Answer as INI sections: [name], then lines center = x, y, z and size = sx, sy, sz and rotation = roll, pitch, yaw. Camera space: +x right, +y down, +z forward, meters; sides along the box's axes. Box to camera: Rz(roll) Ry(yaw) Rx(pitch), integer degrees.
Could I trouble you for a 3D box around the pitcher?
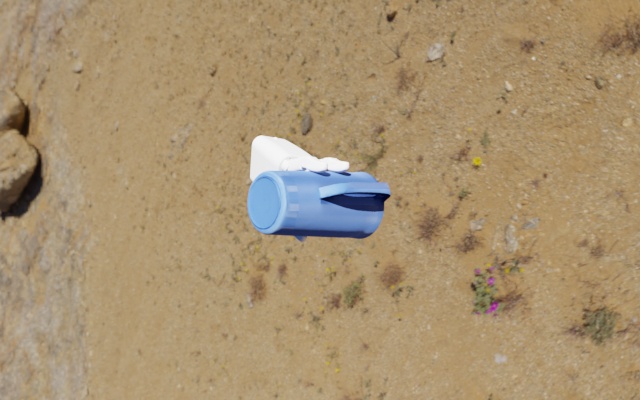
[pitcher]
center = 0.000, 0.003, 0.867
size = 0.243, 0.149, 0.145
rotation = 2, 28, -43
